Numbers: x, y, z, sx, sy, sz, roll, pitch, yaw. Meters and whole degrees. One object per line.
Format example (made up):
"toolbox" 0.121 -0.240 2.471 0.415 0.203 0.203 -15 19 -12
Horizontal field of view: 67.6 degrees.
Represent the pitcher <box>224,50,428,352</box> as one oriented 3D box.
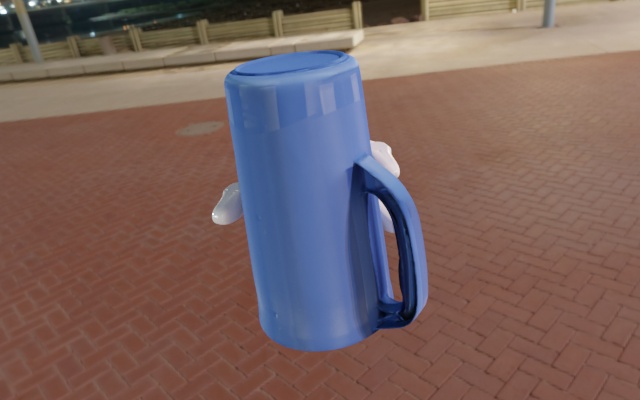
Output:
"pitcher" 0.000 0.001 0.418 0.149 0.243 0.145 -10 25 -4
